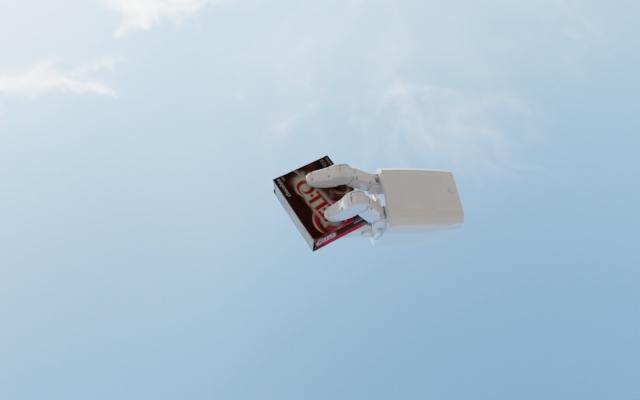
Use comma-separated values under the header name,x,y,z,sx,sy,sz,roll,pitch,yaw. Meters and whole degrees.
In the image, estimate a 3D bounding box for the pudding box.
name,x,y,z,sx,sy,sz,roll,pitch,yaw
pudding box,0.000,0.002,0.651,0.090,0.113,0.039,-26,-30,-21
